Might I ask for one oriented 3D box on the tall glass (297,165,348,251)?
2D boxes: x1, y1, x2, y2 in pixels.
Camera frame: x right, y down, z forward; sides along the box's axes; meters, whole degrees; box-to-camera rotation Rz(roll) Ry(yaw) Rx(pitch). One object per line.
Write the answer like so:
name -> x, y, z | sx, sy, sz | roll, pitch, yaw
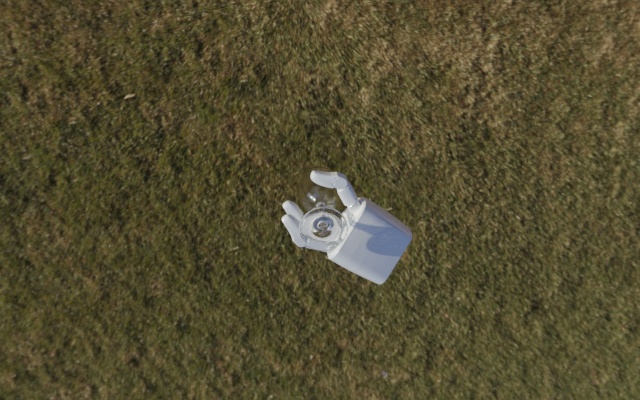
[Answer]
tall glass -> 0.000, 0.003, 0.803 | 0.079, 0.079, 0.201 | 0, 24, -3
